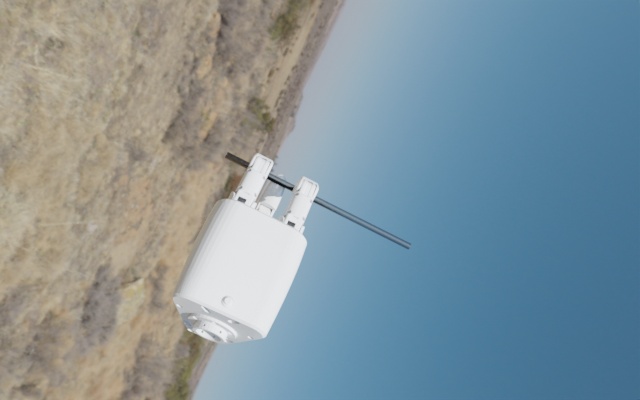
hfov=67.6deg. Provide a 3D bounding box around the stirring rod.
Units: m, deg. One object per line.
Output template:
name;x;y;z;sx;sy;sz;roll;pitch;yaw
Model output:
stirring rod;0.000;0.002;0.556;0.239;0.011;0.011;27;-4;-8
